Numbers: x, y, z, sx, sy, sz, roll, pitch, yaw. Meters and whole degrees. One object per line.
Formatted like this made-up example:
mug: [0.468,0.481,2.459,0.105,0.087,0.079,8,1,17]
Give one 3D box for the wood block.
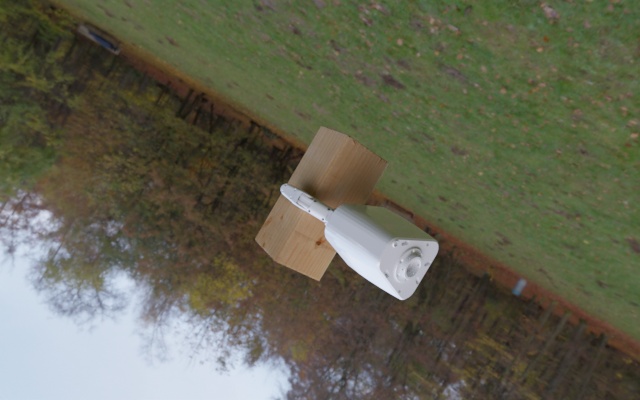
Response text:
wood block: [0.000,0.002,0.728,0.091,0.206,0.090,30,2,-32]
